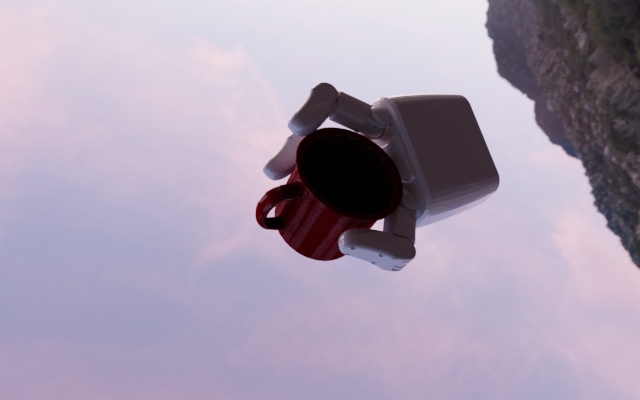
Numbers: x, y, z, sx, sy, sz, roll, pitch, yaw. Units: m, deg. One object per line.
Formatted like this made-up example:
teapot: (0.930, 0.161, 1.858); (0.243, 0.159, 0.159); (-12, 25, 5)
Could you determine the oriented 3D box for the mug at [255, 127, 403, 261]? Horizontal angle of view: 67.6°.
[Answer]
mug: (-0.001, 0.002, 0.400); (0.117, 0.093, 0.081); (-13, -28, -33)
